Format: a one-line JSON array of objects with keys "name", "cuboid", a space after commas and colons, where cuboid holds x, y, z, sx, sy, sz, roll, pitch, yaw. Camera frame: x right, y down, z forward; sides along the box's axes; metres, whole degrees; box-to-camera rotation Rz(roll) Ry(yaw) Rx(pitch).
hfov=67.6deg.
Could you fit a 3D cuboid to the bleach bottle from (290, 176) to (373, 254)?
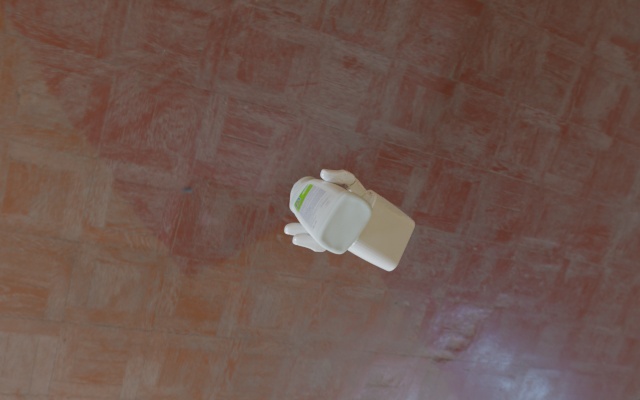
[{"name": "bleach bottle", "cuboid": [0.000, 0.003, 0.845, 0.068, 0.102, 0.250, 32, 5, -24]}]
